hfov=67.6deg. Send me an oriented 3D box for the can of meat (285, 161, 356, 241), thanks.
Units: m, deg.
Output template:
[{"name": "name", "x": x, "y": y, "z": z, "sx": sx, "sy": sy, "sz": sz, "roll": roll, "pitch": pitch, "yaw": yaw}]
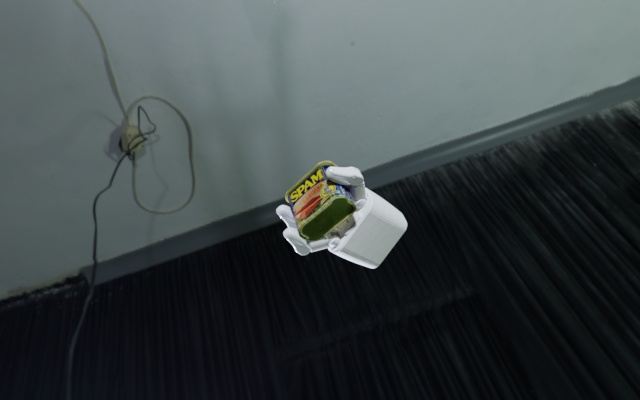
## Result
[{"name": "can of meat", "x": 0.000, "y": 0.003, "z": 0.753, "sx": 0.102, "sy": 0.084, "sz": 0.057, "roll": -40, "pitch": -47, "yaw": 19}]
